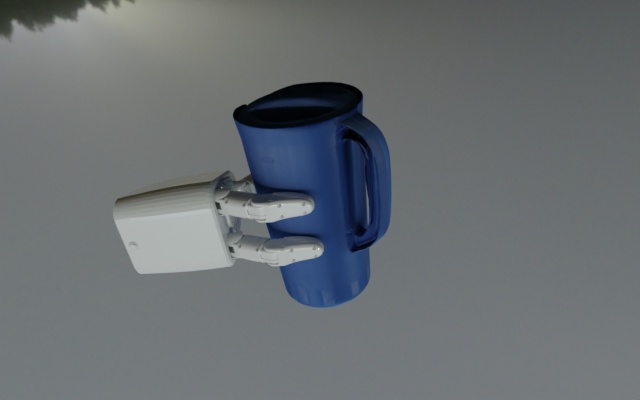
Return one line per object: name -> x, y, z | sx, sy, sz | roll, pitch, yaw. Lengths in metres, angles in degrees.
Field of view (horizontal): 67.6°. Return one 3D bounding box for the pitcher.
pitcher -> 0.000, 0.002, 0.532 | 0.145, 0.243, 0.149 | -9, 30, 2
